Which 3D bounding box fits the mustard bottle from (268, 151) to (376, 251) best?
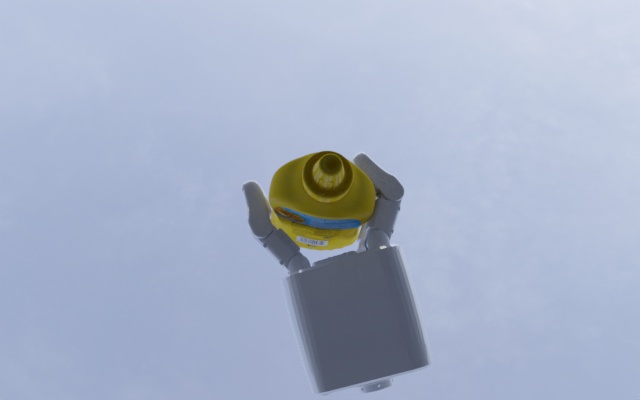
[{"bbox_3d":[0.000,0.001,0.447,0.096,0.058,0.192,11,-17,-1],"label":"mustard bottle"}]
